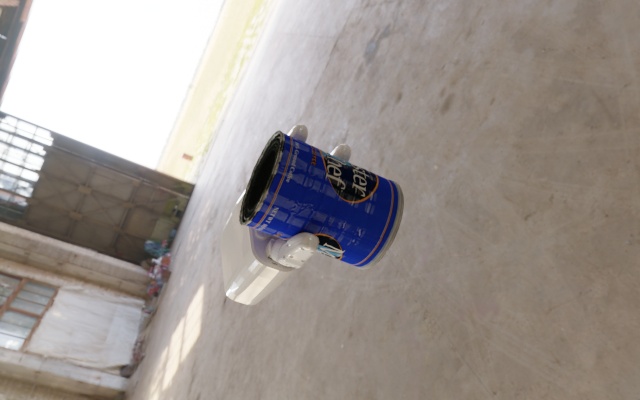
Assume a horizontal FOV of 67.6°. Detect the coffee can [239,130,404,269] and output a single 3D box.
[{"bbox_3d":[0.000,0.002,0.499,0.140,0.103,0.103,22,-7,-18],"label":"coffee can"}]
